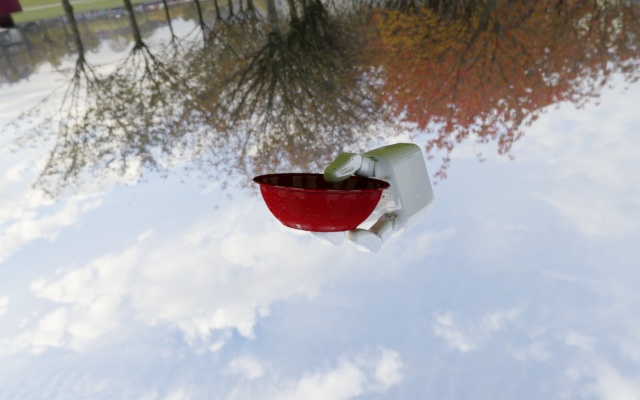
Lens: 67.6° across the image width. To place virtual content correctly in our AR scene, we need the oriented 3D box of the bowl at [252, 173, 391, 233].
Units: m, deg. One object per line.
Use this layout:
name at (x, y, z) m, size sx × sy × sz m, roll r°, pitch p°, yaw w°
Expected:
bowl at (-0.001, 0.002, 0.567) m, size 0.162 × 0.055 × 0.162 m, roll 3°, pitch 9°, yaw 0°
